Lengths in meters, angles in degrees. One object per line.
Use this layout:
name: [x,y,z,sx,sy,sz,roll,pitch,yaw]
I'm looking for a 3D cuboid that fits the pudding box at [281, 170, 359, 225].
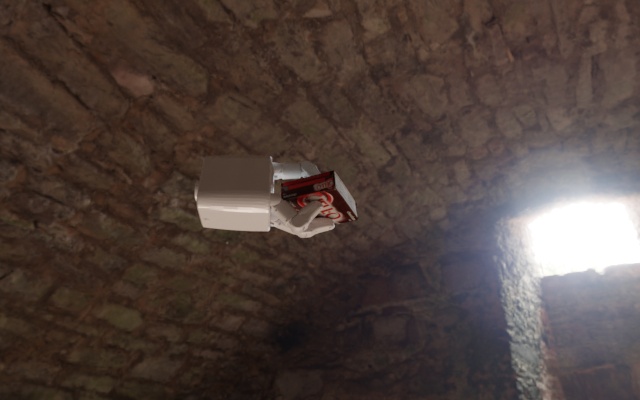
pudding box: [0.000,0.002,0.751,0.090,0.039,0.113,-12,-29,19]
